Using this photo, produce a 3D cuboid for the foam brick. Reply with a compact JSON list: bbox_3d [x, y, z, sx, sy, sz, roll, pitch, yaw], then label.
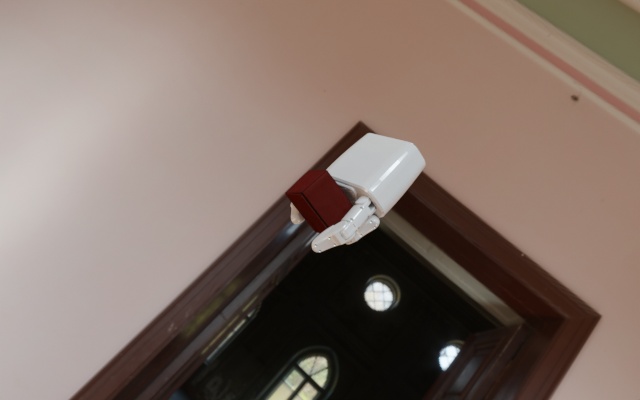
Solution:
[{"bbox_3d":[0.000,0.002,0.657,0.051,0.078,0.053,-45,23,-20],"label":"foam brick"}]
